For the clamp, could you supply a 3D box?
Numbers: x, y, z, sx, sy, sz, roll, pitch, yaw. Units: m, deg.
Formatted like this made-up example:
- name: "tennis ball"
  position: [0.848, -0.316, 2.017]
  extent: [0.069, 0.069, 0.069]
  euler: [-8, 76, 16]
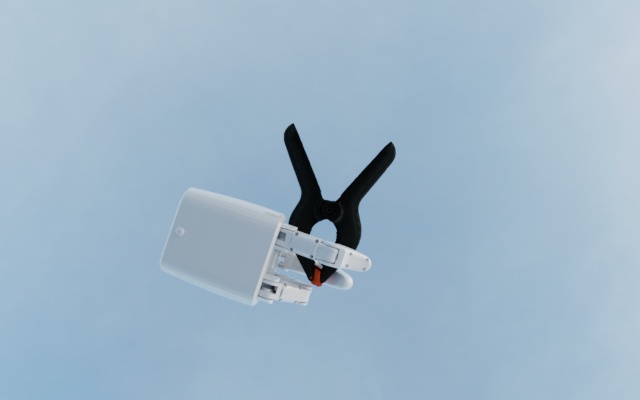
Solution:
- name: "clamp"
  position: [0.000, 0.002, 0.512]
  extent: [0.120, 0.171, 0.039]
  euler: [19, -2, 3]
